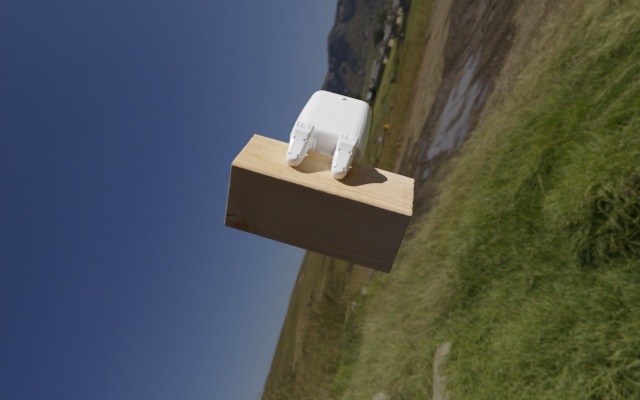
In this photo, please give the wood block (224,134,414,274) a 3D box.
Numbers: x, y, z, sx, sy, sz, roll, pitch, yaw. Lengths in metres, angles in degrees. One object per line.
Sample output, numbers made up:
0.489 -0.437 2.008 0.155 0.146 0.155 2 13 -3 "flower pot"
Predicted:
0.000 0.002 0.582 0.206 0.091 0.090 16 33 3 "wood block"
